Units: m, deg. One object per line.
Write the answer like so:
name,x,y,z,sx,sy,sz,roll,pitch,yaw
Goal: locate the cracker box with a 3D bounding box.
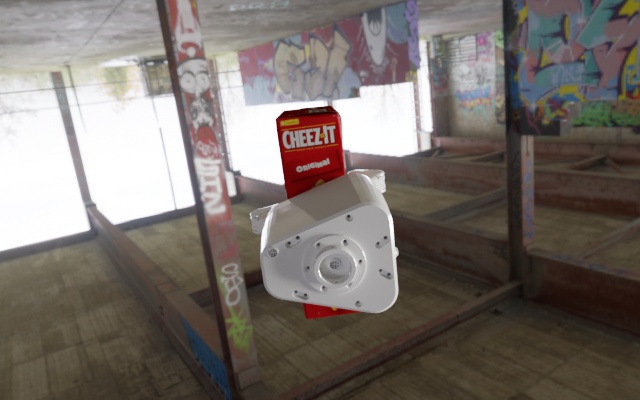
cracker box,0.000,0.002,0.555,0.072,0.214,0.164,-7,14,0
